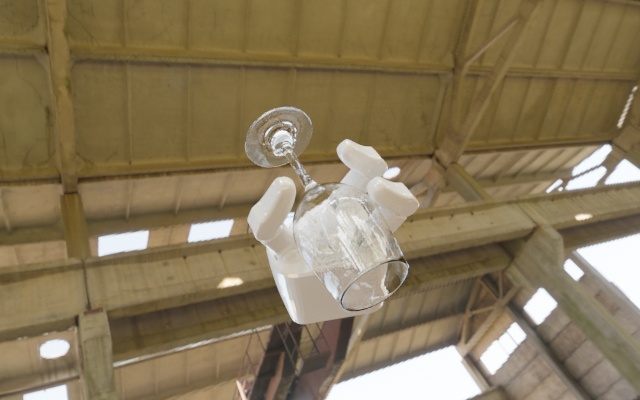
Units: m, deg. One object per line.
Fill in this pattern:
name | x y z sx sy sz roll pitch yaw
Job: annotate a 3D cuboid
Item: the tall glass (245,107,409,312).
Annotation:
tall glass | 0.000 0.001 0.431 0.079 0.079 0.201 0 41 -35
